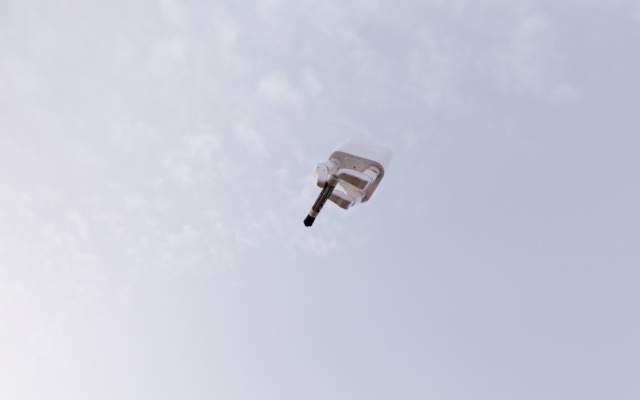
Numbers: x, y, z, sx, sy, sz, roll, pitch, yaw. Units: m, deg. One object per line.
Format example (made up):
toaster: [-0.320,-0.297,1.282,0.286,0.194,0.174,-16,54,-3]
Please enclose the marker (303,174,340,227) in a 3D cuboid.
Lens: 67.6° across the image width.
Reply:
marker: [0.000,0.003,0.862,0.020,0.121,0.020,22,33,-15]
